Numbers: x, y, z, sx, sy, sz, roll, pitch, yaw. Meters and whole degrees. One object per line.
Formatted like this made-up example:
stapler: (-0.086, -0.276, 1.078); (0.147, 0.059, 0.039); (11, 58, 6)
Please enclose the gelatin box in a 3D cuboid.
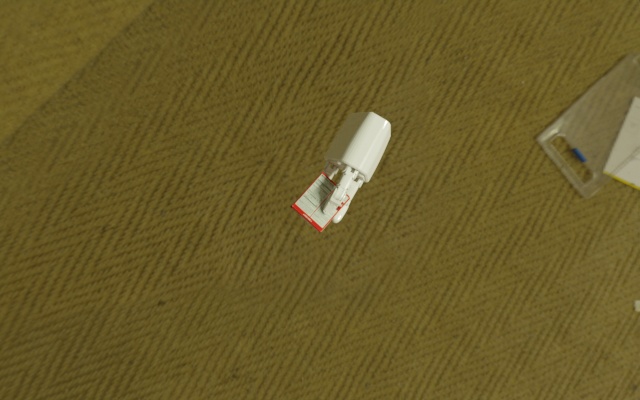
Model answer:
gelatin box: (0.000, 0.003, 0.895); (0.073, 0.089, 0.030); (42, -9, -6)
